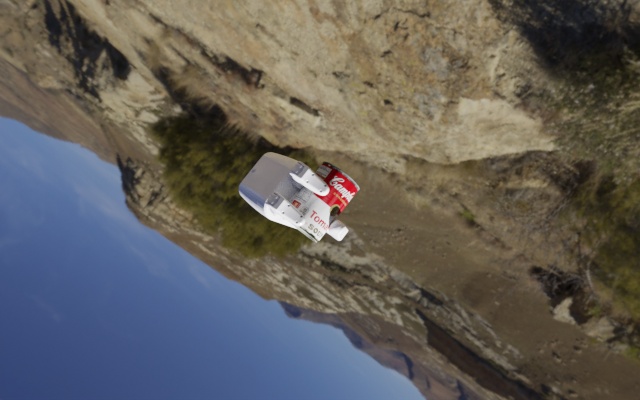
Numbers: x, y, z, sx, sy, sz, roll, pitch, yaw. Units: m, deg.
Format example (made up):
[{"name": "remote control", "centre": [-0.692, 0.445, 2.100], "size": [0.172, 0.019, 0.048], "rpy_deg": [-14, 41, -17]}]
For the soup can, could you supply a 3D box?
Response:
[{"name": "soup can", "centre": [0.000, 0.003, 0.707], "size": [0.068, 0.102, 0.068], "rpy_deg": [37, -7, 6]}]
